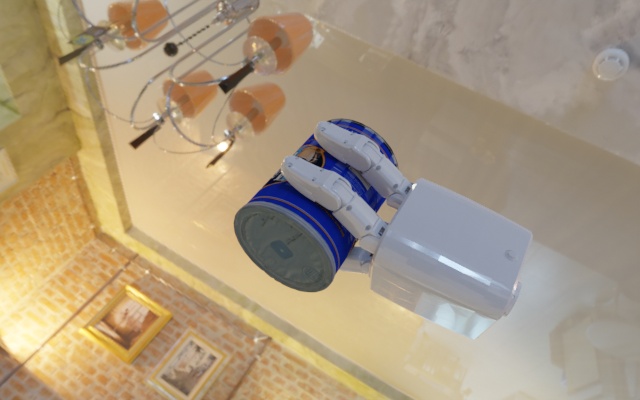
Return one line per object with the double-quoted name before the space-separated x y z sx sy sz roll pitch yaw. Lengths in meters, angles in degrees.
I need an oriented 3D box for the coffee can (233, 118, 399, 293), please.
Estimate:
"coffee can" 0.000 0.002 0.457 0.103 0.103 0.140 0 38 39
